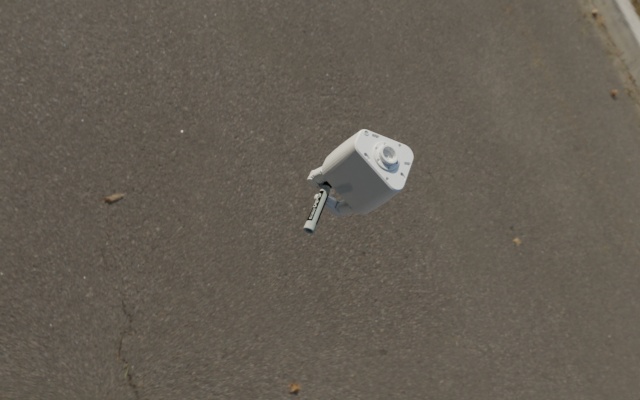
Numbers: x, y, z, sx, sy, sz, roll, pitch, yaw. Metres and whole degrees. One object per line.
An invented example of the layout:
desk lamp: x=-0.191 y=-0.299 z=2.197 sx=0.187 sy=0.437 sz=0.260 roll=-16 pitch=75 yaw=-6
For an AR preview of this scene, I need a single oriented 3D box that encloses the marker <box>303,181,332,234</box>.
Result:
marker: x=0.000 y=0.003 z=0.825 sx=0.020 sy=0.121 sz=0.020 roll=17 pitch=-31 yaw=11
